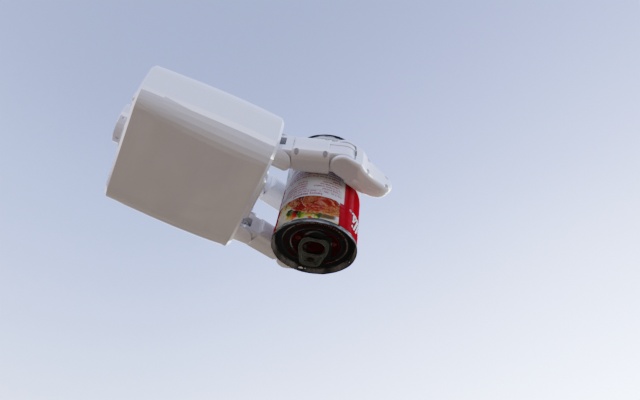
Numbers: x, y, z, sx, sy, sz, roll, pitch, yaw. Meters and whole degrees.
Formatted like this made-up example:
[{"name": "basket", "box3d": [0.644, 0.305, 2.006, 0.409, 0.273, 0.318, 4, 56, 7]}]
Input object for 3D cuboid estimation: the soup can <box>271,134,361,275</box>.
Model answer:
[{"name": "soup can", "box3d": [0.001, 0.001, 0.403, 0.068, 0.102, 0.069, 4, -43, 4]}]
